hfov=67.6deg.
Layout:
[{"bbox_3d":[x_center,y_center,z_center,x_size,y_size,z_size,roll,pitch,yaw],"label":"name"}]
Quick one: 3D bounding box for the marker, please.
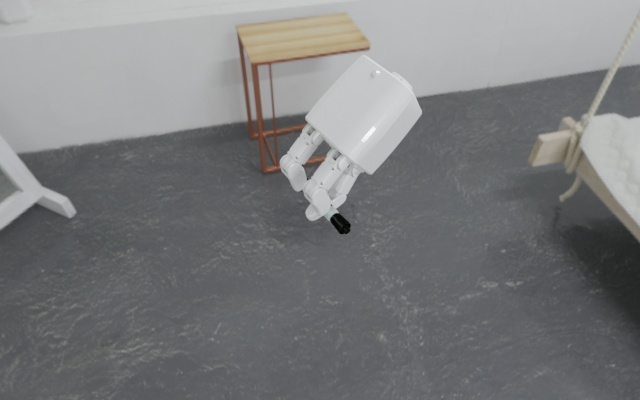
[{"bbox_3d":[0.000,0.002,0.630,0.020,0.020,0.121,0,37,-46],"label":"marker"}]
